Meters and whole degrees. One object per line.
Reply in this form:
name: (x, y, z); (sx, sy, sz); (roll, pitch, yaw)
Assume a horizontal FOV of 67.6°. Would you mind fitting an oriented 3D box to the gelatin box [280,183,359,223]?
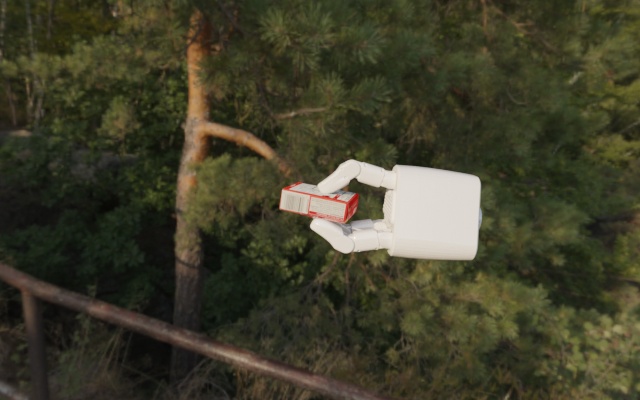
gelatin box: (0.000, 0.002, 0.621); (0.089, 0.030, 0.073); (12, 12, 11)
